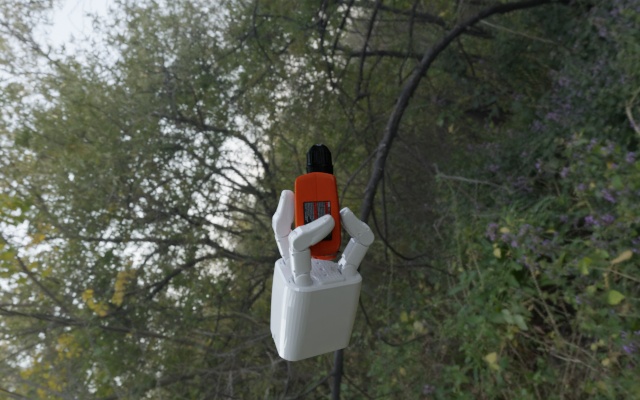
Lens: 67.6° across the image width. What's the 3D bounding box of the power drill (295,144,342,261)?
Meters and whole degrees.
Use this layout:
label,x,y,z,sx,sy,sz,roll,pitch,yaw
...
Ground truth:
label,x,y,z,sx,sy,sz,roll,pitch,yaw
power drill,0.000,0.003,0.684,0.057,0.184,0.187,-5,0,4
